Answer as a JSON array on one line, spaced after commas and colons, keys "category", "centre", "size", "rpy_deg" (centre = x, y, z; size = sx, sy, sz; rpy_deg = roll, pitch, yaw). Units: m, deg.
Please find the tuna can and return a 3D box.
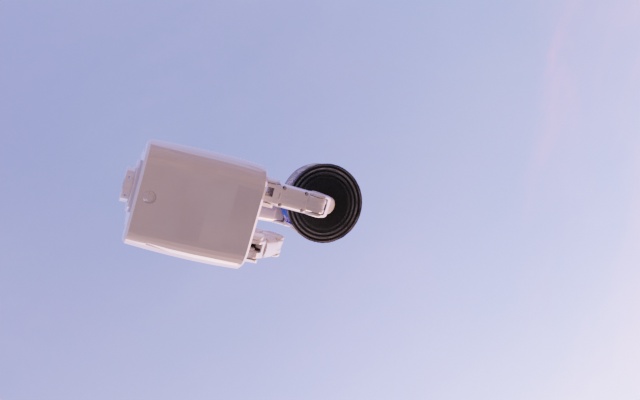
[{"category": "tuna can", "centre": [0.000, 0.002, 0.524], "size": [0.086, 0.086, 0.033], "rpy_deg": [0, 6, -20]}]
